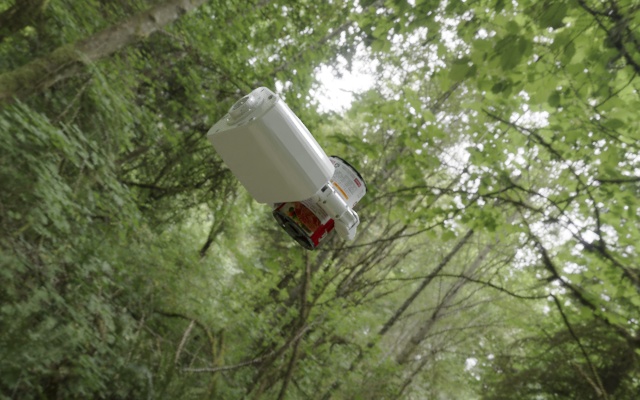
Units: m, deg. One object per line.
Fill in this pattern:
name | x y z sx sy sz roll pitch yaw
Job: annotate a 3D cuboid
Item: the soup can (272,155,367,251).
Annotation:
soup can | 0.001 0.002 0.586 0.102 0.068 0.068 -46 16 -16
